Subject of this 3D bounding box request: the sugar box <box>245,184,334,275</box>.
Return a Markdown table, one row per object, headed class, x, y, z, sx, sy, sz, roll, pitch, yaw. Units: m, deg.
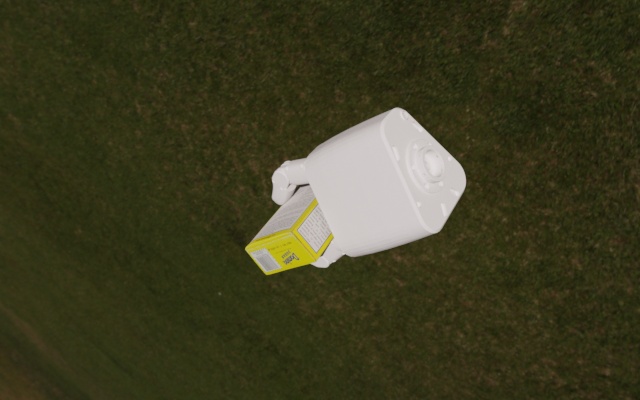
| class | x | y | z | sx | sy | sz | roll | pitch | yaw |
| --- | --- | --- | --- | --- | --- | --- | --- | --- | --- |
| sugar box | 0.000 | 0.002 | 0.531 | 0.093 | 0.048 | 0.176 | -21 | 21 | 49 |
